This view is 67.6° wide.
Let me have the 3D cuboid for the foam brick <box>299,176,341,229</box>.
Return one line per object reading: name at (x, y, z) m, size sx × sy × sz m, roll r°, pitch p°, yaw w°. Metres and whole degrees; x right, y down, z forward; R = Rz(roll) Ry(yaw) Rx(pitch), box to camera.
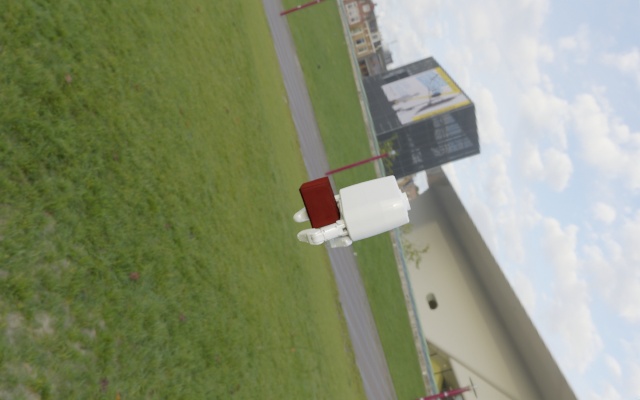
foam brick at (0.000, 0.003, 0.854) m, size 0.051 × 0.078 × 0.053 m, roll -17°, pitch 14°, yaw 9°
